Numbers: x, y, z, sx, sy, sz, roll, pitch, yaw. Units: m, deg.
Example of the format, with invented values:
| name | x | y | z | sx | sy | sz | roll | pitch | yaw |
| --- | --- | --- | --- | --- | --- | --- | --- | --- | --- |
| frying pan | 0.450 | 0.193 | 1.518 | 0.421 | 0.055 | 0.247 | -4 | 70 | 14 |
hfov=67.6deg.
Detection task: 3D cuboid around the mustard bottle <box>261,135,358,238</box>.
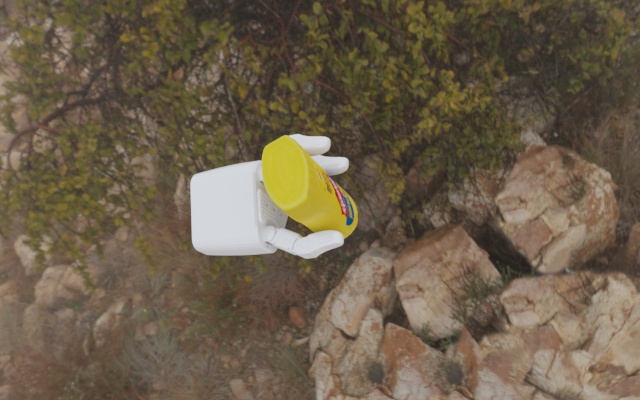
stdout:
| name | x | y | z | sx | sy | sz | roll | pitch | yaw |
| --- | --- | --- | --- | --- | --- | --- | --- | --- | --- |
| mustard bottle | 0.000 | 0.002 | 0.600 | 0.058 | 0.096 | 0.192 | -29 | -32 | 13 |
